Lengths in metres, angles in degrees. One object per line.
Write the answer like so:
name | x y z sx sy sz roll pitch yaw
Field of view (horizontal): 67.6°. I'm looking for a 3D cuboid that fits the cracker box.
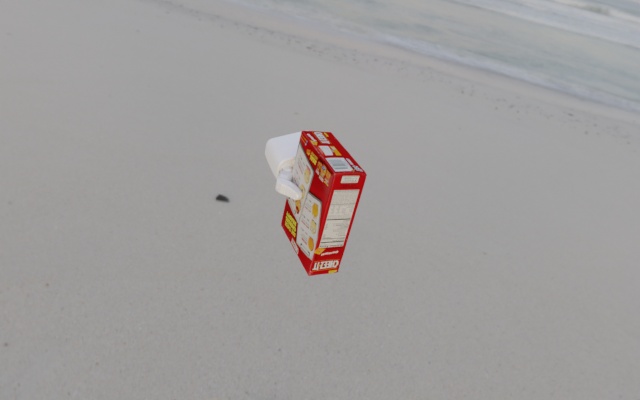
cracker box | 0.000 0.003 0.876 0.072 0.214 0.164 -1 33 -25
